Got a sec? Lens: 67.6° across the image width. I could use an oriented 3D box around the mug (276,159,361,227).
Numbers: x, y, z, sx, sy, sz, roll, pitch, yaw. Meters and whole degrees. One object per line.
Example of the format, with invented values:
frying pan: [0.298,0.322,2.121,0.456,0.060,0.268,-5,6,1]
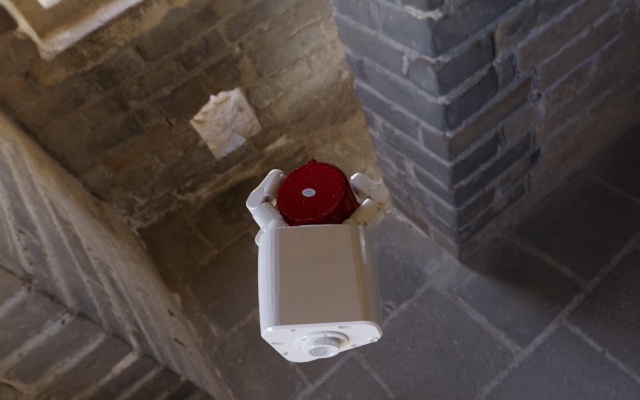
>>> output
mug: [0.000,0.000,0.544,0.093,0.117,0.082,-14,-38,11]
